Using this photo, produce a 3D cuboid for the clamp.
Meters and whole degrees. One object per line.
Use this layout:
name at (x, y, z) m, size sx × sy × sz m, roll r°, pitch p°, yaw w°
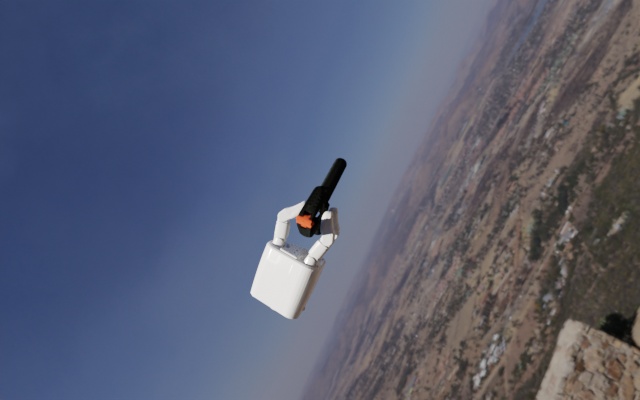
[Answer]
clamp at (-0.001, 0.003, 0.866) m, size 0.036 × 0.164 × 0.210 m, roll 20°, pitch 10°, yaw 8°
